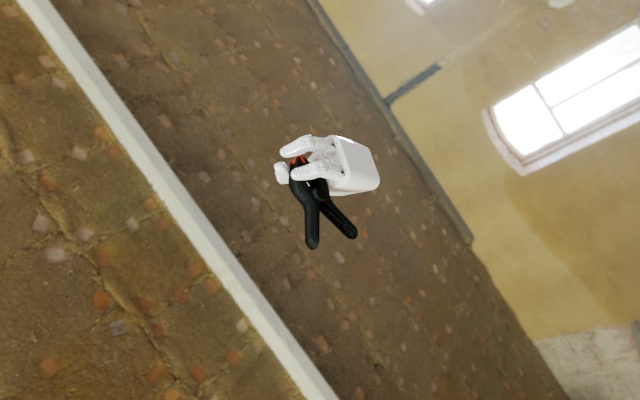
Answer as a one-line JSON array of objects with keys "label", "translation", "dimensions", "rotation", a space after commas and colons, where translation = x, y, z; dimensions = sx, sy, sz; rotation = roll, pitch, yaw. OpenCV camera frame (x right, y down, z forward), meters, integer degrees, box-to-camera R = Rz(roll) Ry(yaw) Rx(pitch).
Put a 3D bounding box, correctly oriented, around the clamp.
[{"label": "clamp", "translation": [0.000, 0.003, 0.812], "dimensions": [0.039, 0.171, 0.120], "rotation": [-31, -23, 34]}]
